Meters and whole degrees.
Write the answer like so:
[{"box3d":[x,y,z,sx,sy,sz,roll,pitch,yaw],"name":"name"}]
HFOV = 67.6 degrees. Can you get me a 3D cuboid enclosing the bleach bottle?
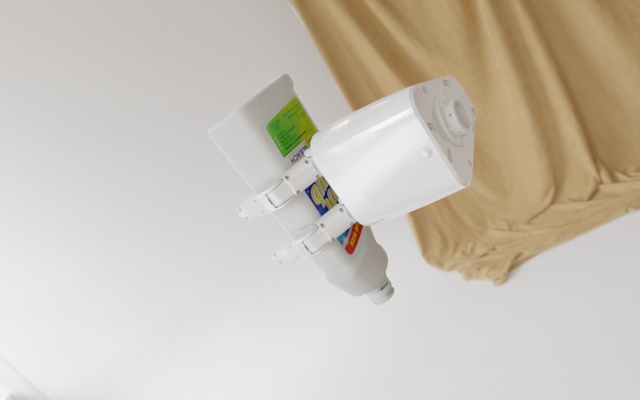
[{"box3d":[0.000,0.002,0.490,0.068,0.251,0.102,-23,21,40],"name":"bleach bottle"}]
